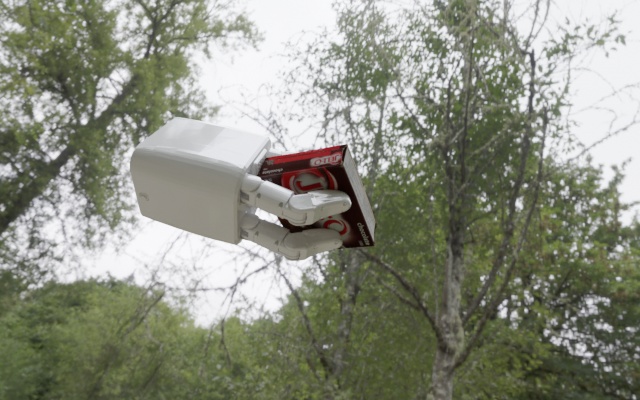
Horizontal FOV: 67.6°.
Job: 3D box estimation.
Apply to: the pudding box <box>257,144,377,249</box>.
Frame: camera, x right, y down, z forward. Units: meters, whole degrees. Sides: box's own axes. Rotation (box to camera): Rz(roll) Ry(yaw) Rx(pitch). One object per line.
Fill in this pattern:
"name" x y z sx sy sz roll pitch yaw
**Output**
"pudding box" 0.000 0.001 0.484 0.090 0.039 0.114 -7 -47 23
